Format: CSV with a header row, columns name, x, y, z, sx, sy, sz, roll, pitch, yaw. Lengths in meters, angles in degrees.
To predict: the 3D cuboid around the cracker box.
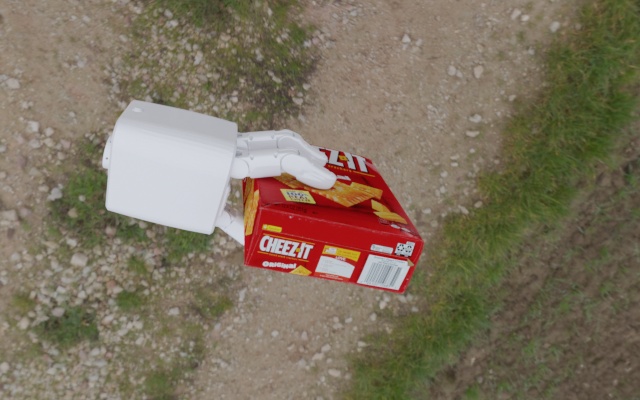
name,x,y,z,sx,sy,sz,roll,pitch,yaw
cracker box,0.000,0.002,0.530,0.164,0.072,0.213,12,24,-15
